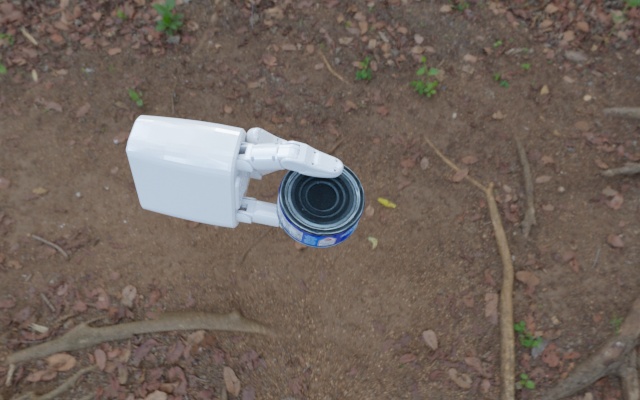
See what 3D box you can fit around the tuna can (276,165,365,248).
[{"bbox_3d":[0.000,0.001,0.472,0.086,0.086,0.034,0,-26,-8],"label":"tuna can"}]
